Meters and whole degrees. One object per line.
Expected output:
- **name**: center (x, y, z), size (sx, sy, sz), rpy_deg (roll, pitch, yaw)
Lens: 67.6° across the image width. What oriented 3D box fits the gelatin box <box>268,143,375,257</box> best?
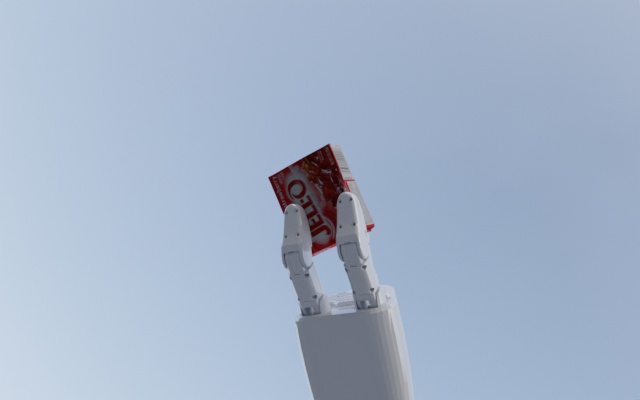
- **gelatin box**: center (0.000, 0.001, 0.455), size (0.073, 0.089, 0.030), rpy_deg (-27, -10, 24)
